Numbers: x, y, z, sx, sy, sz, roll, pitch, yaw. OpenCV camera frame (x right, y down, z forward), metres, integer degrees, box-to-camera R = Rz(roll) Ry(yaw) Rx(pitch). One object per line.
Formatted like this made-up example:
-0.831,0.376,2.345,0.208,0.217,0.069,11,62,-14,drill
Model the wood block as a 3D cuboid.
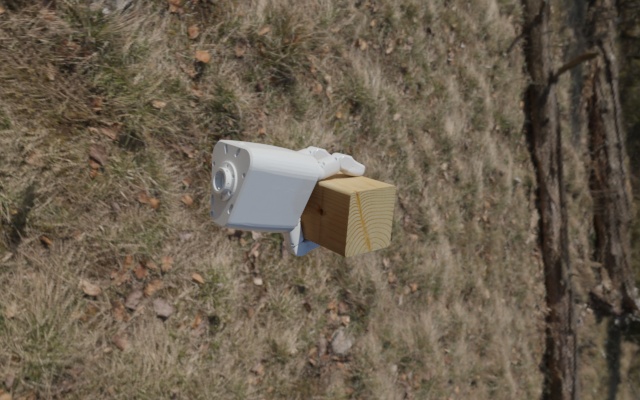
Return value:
0.000,0.003,0.704,0.090,0.091,0.206,-9,21,-40,wood block
